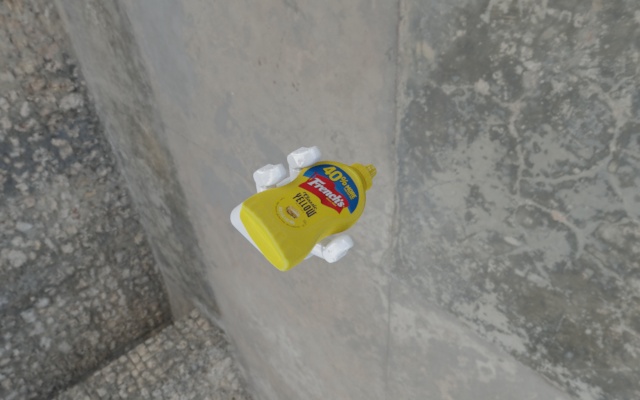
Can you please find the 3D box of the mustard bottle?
[{"bbox_3d":[0.000,0.002,0.607,0.191,0.096,0.058,-32,-18,-30],"label":"mustard bottle"}]
